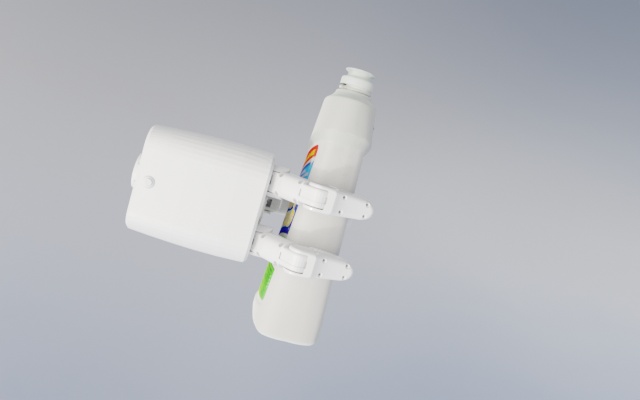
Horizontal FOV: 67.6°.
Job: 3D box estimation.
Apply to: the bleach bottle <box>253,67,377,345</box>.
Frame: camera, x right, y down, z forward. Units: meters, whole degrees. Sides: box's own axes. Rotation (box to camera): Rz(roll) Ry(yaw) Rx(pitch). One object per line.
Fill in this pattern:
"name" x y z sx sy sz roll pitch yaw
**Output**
"bleach bottle" 0.000 0.002 0.457 0.068 0.251 0.102 16 6 -8
